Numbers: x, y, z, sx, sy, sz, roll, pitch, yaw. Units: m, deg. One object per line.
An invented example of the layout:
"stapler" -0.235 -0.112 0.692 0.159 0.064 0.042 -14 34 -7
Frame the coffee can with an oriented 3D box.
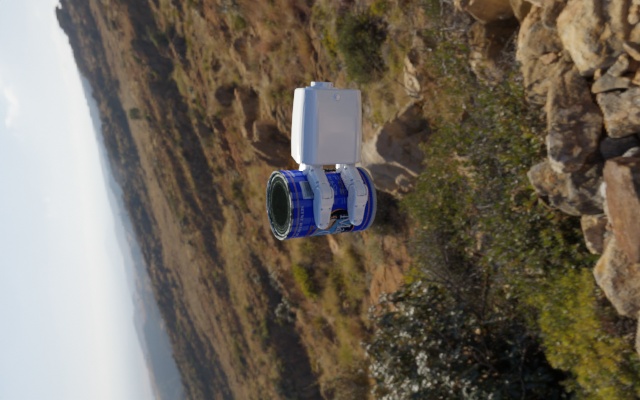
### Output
"coffee can" 0.000 0.003 0.732 0.140 0.103 0.103 -5 2 -26
